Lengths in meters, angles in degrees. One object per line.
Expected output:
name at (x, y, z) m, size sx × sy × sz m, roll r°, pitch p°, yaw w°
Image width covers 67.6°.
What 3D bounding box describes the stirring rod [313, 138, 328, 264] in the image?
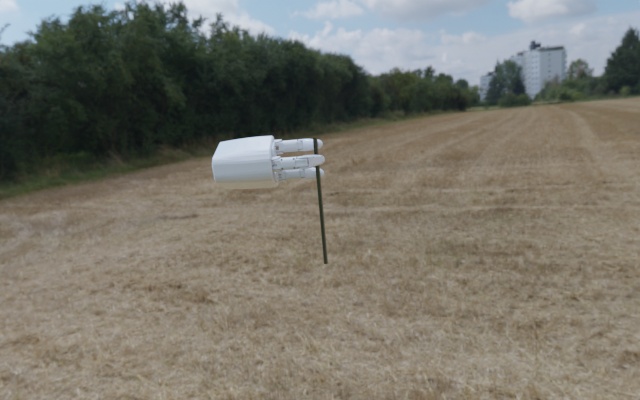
stirring rod at (0.000, 0.003, 0.897) m, size 0.011 × 0.239 × 0.011 m, roll -5°, pitch 10°, yaw 1°
